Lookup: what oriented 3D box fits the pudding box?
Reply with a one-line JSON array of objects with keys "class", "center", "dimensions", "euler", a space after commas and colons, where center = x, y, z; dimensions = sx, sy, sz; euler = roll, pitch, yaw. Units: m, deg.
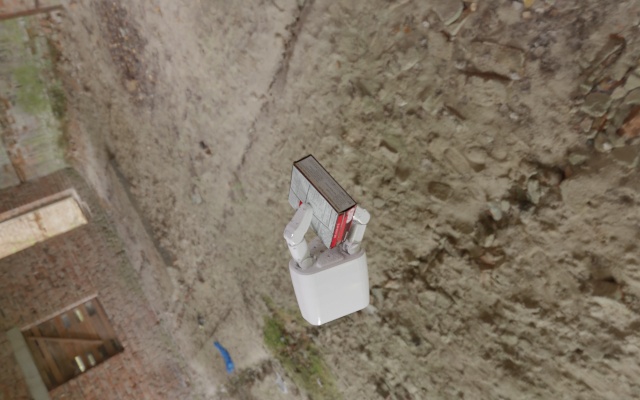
[{"class": "pudding box", "center": [0.000, 0.002, 0.697], "dimensions": [0.039, 0.113, 0.090], "euler": [-28, -29, -29]}]
